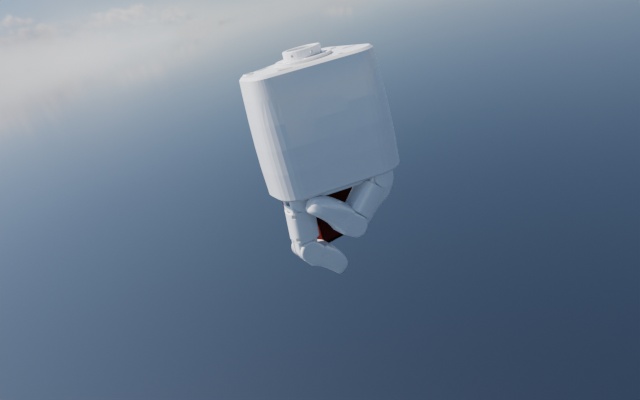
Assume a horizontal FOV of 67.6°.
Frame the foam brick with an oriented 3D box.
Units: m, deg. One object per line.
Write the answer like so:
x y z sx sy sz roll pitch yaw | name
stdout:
0.000 0.002 0.484 0.053 0.051 0.078 -26 25 -23 | foam brick
